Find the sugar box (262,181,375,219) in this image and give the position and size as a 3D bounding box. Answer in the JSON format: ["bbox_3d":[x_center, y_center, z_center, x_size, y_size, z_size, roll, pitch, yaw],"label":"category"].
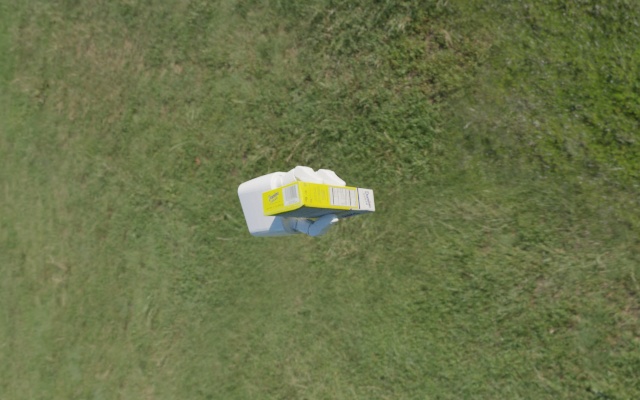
[{"bbox_3d":[0.000,0.002,0.796,0.093,0.048,0.176,-14,-11,43],"label":"sugar box"}]
